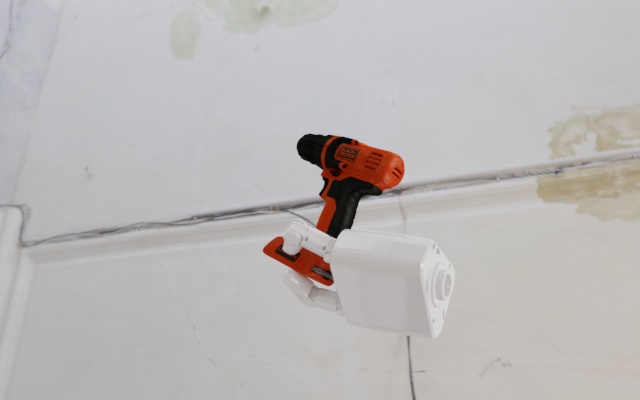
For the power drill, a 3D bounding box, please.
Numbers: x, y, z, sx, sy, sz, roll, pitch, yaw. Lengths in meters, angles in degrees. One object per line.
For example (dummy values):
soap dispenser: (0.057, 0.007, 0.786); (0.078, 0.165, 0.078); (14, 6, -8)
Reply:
power drill: (0.000, 0.003, 0.623); (0.184, 0.187, 0.057); (21, -7, 47)
